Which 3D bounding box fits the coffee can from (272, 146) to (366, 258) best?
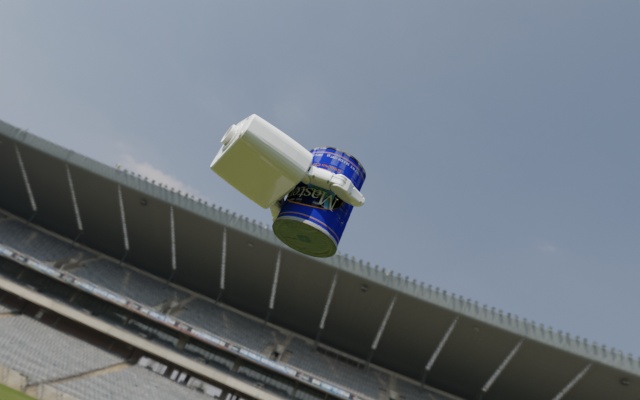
[{"bbox_3d":[0.000,0.003,0.738,0.103,0.140,0.103,18,-30,11],"label":"coffee can"}]
